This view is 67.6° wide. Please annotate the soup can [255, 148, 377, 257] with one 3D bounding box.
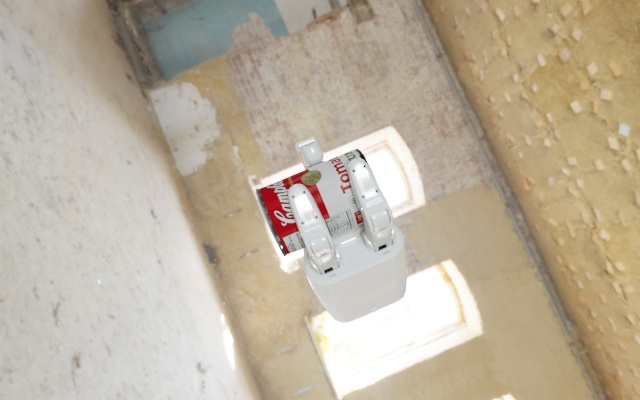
[{"bbox_3d":[0.000,0.001,0.442,0.102,0.068,0.068,-23,1,-3],"label":"soup can"}]
